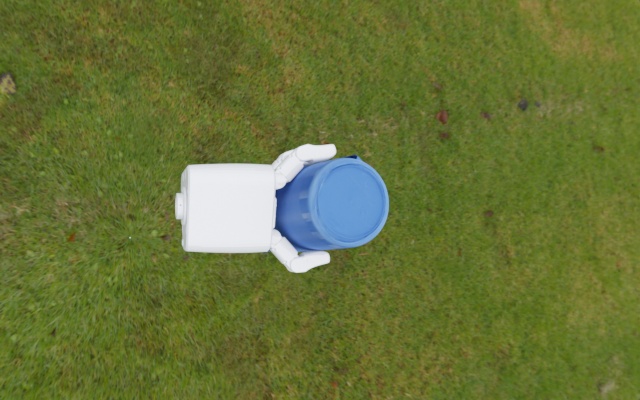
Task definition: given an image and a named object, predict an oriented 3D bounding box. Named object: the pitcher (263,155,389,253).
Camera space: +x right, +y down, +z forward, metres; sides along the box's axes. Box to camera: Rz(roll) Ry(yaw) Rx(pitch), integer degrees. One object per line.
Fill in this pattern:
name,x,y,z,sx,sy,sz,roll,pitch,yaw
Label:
pitcher,0.000,0.002,0.675,0.145,0.149,0.243,1,-4,-21
